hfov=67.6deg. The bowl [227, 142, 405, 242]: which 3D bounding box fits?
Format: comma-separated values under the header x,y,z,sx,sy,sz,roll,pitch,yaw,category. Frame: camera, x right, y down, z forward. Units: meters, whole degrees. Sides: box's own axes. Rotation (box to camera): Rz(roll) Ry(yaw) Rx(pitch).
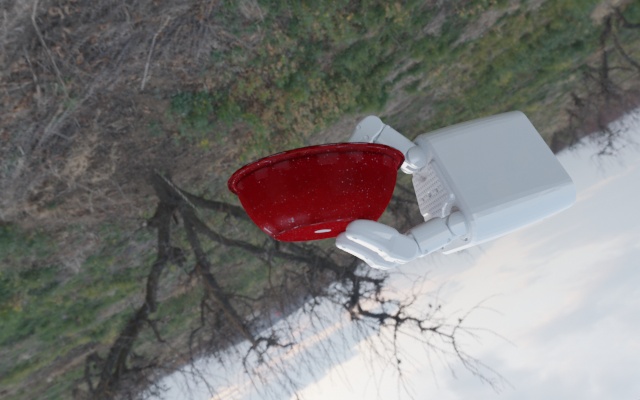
x,y,z,sx,sy,sz,roll,pitch,yaw,category
-0.001,0.002,0.429,0.162,0.055,0.162,-8,-13,-2,bowl
